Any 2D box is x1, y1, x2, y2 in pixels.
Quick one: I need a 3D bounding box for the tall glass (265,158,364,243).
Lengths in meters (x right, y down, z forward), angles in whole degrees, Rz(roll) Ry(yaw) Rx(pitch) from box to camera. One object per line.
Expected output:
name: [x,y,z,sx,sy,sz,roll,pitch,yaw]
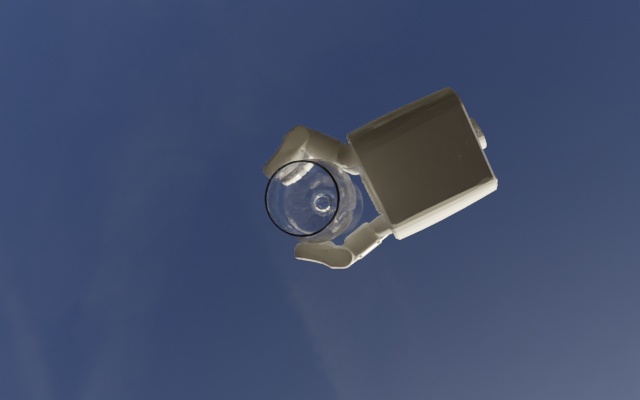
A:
tall glass: [0.000,0.002,0.478,0.079,0.079,0.201,0,-2,9]
